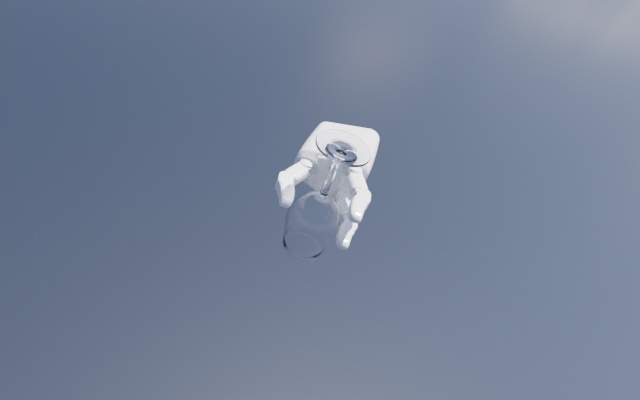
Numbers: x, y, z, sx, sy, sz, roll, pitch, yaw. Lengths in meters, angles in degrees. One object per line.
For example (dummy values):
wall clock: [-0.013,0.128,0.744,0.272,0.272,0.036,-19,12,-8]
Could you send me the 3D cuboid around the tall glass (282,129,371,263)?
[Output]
tall glass: [0.000,0.002,0.668,0.079,0.201,0.079,13,41,-12]
